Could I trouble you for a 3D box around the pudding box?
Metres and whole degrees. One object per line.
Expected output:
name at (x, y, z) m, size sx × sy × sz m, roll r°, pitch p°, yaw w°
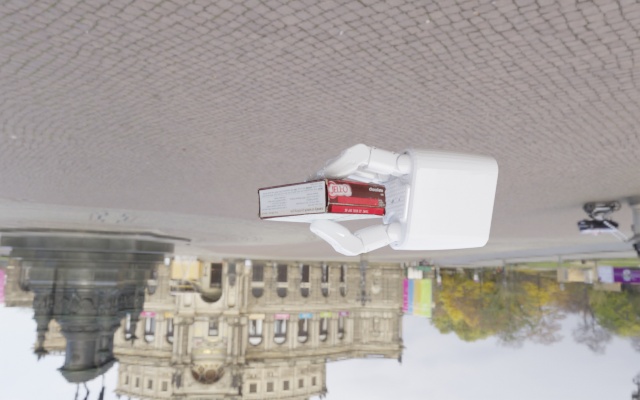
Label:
pudding box at (0.000, 0.002, 0.514) m, size 0.090 × 0.039 × 0.113 m, roll 6°, pitch -10°, yaw -43°
